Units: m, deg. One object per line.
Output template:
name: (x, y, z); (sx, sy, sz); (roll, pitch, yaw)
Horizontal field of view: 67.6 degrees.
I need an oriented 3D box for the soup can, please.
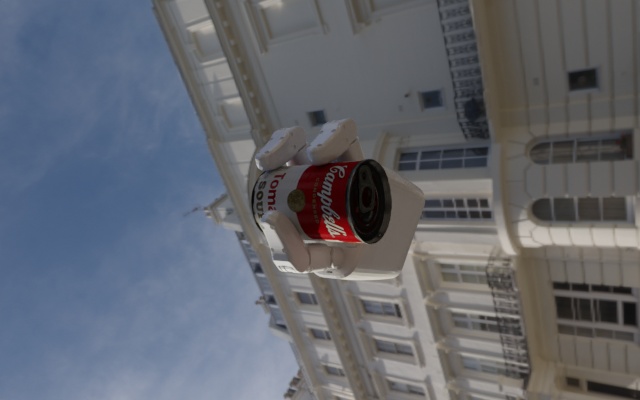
soup can: (0.000, 0.001, 0.407); (0.102, 0.068, 0.068); (-1, -1, 36)
